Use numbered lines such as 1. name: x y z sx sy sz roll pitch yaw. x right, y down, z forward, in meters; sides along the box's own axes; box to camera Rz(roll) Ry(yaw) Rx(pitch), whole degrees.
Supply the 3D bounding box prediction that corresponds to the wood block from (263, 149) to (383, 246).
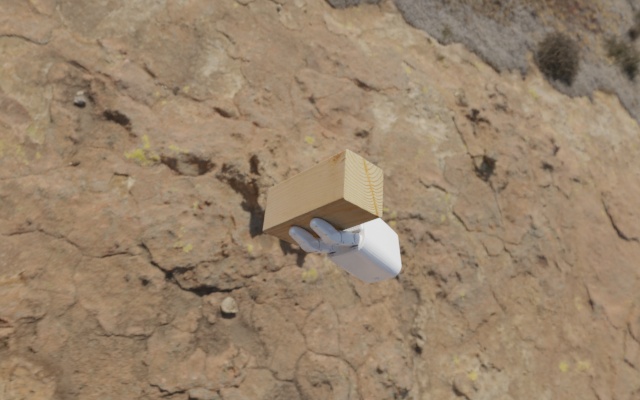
1. wood block: 0.001 0.003 0.820 0.090 0.090 0.206 26 -34 -35
